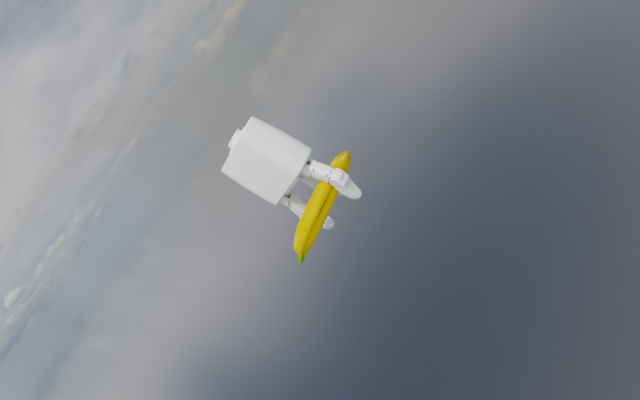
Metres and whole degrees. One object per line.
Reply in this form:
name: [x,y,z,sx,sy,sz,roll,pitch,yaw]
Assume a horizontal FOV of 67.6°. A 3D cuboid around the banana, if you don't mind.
banana: [0.000,0.005,0.756,0.037,0.198,0.069,26,-5,-3]
